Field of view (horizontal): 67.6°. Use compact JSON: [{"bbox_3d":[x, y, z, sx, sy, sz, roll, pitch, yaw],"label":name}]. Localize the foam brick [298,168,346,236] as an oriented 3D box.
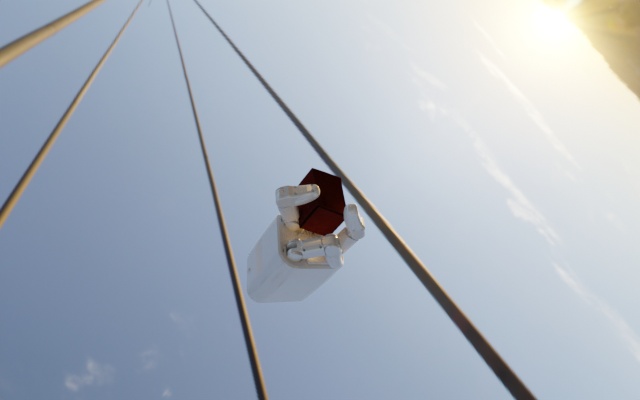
[{"bbox_3d":[0.000,0.002,0.684,0.053,0.078,0.051,20,-50,-26],"label":"foam brick"}]
